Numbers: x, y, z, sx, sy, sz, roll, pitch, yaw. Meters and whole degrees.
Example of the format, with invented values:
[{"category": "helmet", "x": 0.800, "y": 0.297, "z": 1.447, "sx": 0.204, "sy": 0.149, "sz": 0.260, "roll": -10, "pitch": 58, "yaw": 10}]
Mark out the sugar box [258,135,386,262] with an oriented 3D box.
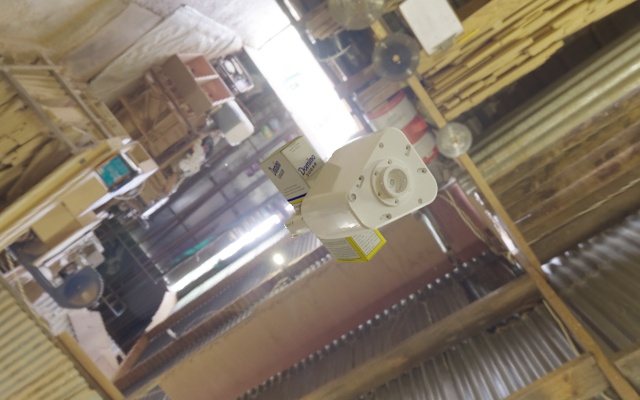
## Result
[{"category": "sugar box", "x": 0.001, "y": 0.002, "z": 0.627, "sx": 0.048, "sy": 0.176, "sz": 0.093, "roll": -41, "pitch": 11, "yaw": -24}]
